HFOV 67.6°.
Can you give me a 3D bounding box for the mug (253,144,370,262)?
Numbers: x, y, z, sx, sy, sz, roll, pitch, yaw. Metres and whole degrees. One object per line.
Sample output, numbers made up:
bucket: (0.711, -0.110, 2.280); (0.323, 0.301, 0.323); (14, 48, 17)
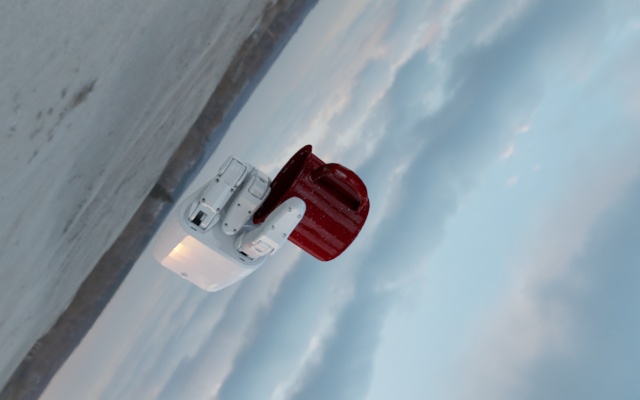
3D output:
mug: (0.001, 0.001, 0.456); (0.081, 0.093, 0.117); (36, -39, -16)
